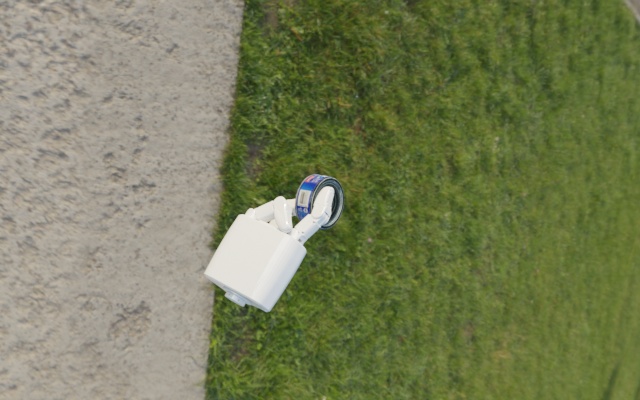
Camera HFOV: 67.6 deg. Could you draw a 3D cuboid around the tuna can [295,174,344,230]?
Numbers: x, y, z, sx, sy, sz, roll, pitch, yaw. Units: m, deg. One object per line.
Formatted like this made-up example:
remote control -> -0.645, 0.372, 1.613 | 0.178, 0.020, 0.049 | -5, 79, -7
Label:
tuna can -> 0.001, 0.003, 0.758 | 0.034, 0.086, 0.086 | 10, 6, 39
